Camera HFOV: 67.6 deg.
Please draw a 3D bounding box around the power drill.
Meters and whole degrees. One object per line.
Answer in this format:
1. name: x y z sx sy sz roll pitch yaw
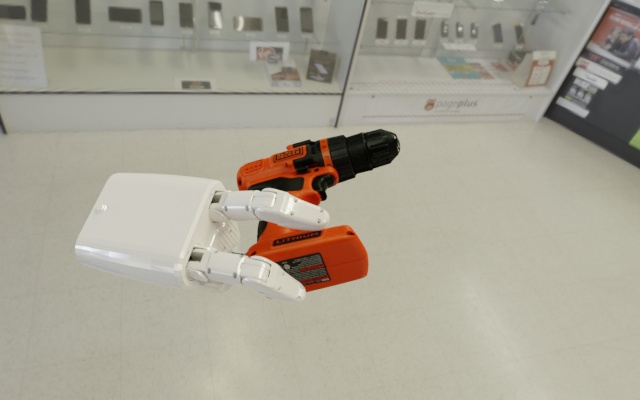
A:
1. power drill: 0.000 0.002 0.474 0.184 0.057 0.187 -16 34 9
